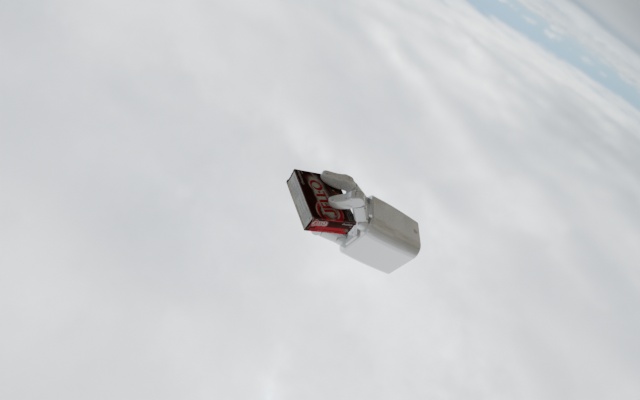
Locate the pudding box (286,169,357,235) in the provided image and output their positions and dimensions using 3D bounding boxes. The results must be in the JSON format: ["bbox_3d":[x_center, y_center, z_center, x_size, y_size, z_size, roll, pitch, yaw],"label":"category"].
[{"bbox_3d":[0.000,0.003,0.811,0.090,0.113,0.039,9,-48,-36],"label":"pudding box"}]
